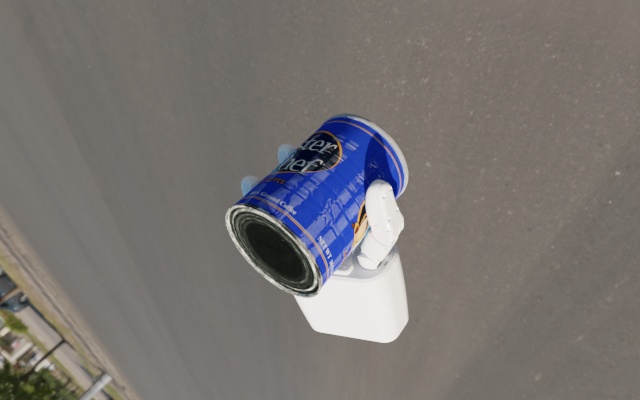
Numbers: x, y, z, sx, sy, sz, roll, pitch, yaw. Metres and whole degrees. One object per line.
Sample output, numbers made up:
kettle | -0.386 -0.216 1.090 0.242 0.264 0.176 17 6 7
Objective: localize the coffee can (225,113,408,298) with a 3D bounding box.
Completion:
coffee can | 0.000 0.001 0.431 0.103 0.103 0.140 0 38 48
